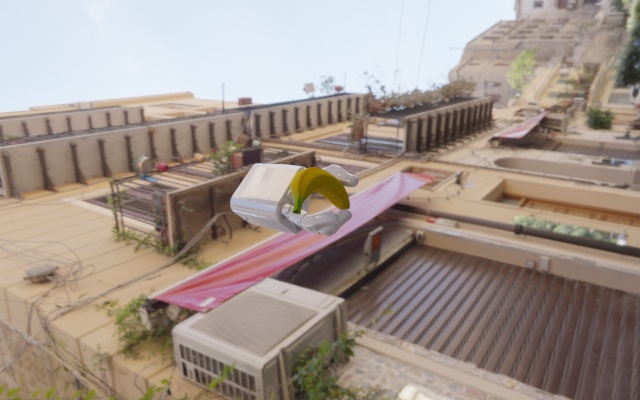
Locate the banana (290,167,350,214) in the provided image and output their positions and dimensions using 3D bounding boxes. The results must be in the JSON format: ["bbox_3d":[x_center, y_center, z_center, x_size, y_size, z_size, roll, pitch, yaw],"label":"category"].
[{"bbox_3d":[0.000,-0.016,0.748,0.037,0.069,0.198,4,2,26],"label":"banana"}]
